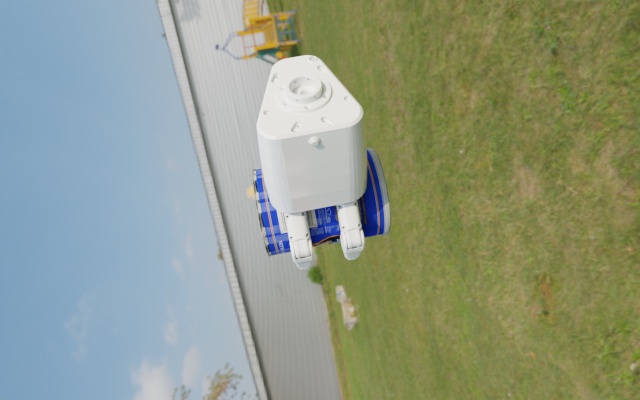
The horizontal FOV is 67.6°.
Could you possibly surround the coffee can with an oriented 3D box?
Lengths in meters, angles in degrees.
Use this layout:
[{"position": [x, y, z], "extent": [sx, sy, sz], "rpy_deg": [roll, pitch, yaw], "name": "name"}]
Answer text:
[{"position": [0.000, 0.002, 0.553], "extent": [0.140, 0.103, 0.103], "rpy_deg": [-11, 1, -3], "name": "coffee can"}]
